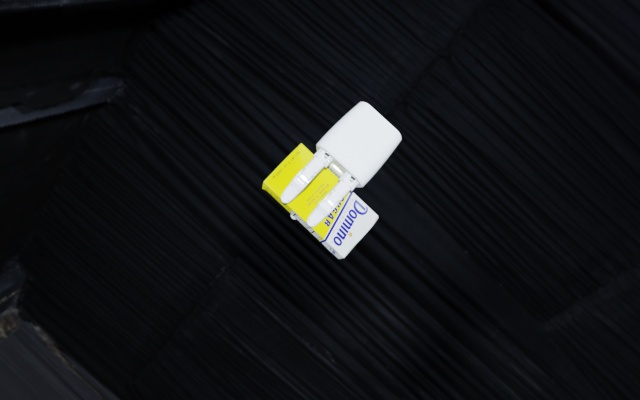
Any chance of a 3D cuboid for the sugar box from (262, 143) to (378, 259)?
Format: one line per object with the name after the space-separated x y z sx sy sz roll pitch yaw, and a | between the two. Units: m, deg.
0.000 0.002 0.774 0.176 0.093 0.048 42 -14 0 | sugar box
